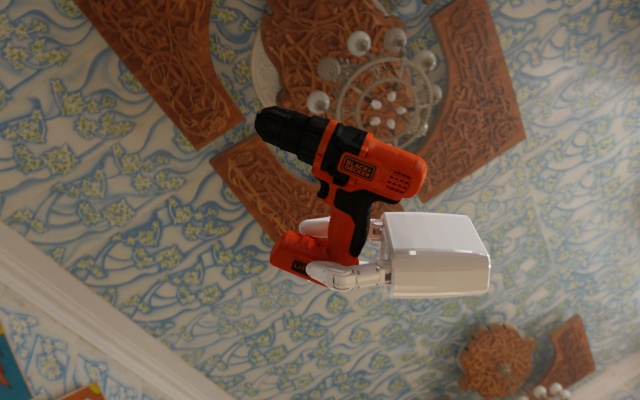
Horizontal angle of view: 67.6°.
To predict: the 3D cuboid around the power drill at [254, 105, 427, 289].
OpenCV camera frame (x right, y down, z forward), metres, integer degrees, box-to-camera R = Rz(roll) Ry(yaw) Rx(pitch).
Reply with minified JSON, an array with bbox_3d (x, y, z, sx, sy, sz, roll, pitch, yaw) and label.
[{"bbox_3d":[0.000,0.002,0.526,0.184,0.188,0.057,22,34,5],"label":"power drill"}]
